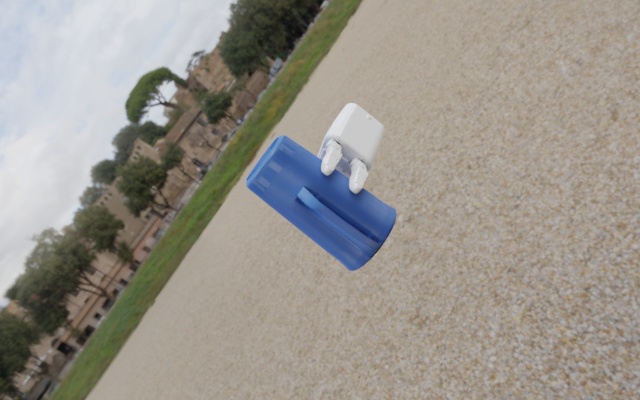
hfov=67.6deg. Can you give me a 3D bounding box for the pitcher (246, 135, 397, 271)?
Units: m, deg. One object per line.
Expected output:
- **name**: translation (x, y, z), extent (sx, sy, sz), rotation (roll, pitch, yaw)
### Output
- **pitcher**: translation (0.000, 0.003, 0.801), extent (0.243, 0.145, 0.149), rotation (36, -37, -11)
